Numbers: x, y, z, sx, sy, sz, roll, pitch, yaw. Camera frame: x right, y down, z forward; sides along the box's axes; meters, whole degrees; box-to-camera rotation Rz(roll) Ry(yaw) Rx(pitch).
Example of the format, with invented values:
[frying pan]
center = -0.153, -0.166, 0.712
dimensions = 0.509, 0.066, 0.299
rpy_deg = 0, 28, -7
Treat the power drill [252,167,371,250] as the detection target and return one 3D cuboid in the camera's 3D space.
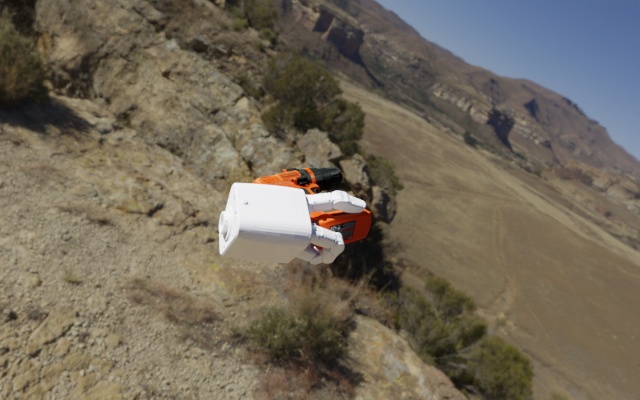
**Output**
[power drill]
center = 0.000, 0.003, 0.811
dimensions = 0.184, 0.057, 0.187
rpy_deg = -14, 35, -32
